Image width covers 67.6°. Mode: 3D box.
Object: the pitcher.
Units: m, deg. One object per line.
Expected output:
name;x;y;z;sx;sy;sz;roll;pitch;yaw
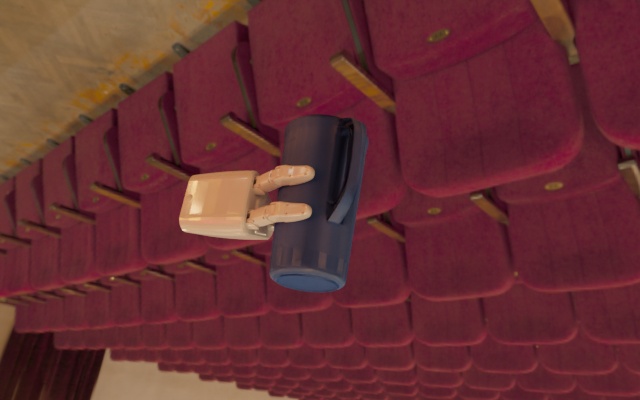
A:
pitcher;0.000;0.002;0.697;0.145;0.242;0.149;0;-24;16
